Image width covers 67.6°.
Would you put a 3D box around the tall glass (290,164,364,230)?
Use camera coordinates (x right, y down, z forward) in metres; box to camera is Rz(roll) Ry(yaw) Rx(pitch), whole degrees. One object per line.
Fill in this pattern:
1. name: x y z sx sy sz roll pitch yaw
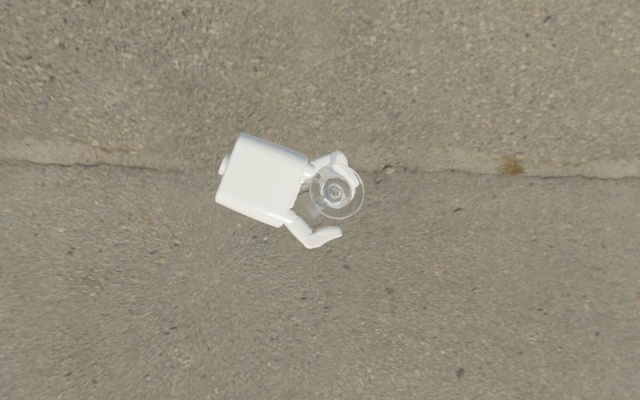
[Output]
1. tall glass: 0.000 0.002 0.723 0.079 0.079 0.201 0 -9 -13
